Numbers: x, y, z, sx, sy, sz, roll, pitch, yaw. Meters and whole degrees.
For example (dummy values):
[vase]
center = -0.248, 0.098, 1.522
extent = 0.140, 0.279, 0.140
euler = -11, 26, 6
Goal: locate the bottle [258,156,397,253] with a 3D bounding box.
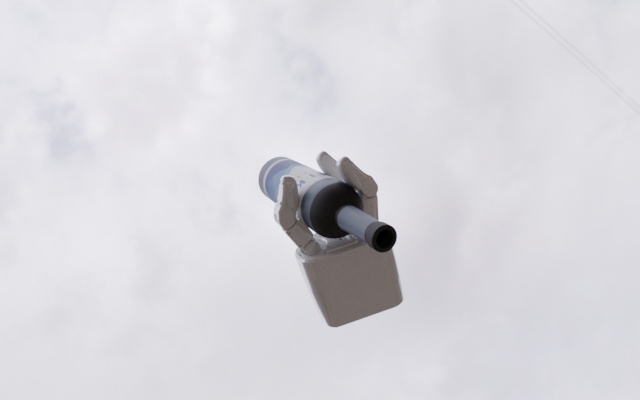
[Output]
[bottle]
center = 0.000, 0.002, 0.574
extent = 0.069, 0.069, 0.295
euler = 0, 13, -25
